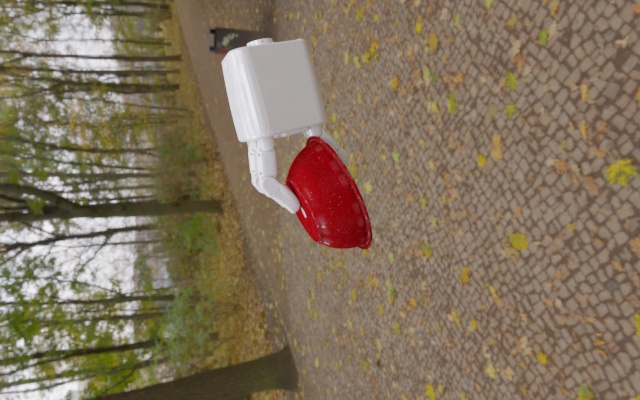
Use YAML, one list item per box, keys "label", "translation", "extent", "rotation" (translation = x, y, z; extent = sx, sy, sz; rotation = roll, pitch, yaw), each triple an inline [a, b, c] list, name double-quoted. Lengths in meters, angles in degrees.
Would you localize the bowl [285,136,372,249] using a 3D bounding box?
- label: "bowl"
  translation: [0.000, 0.003, 0.609]
  extent: [0.055, 0.162, 0.162]
  rotation: [-27, 7, -14]
